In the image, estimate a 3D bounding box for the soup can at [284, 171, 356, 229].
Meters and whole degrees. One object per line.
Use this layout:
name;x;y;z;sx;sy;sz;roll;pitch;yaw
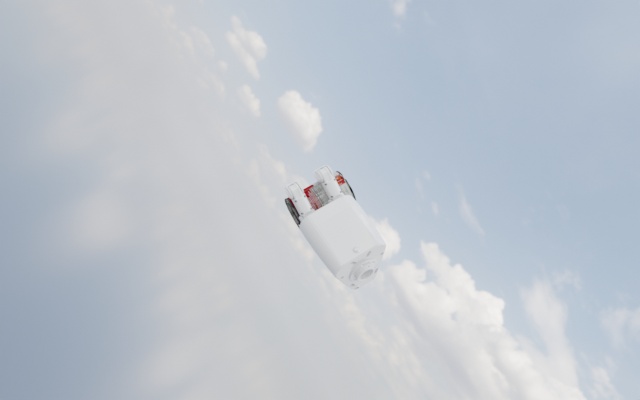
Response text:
soup can;0.000;0.002;0.801;0.102;0.068;0.068;-29;6;-10
